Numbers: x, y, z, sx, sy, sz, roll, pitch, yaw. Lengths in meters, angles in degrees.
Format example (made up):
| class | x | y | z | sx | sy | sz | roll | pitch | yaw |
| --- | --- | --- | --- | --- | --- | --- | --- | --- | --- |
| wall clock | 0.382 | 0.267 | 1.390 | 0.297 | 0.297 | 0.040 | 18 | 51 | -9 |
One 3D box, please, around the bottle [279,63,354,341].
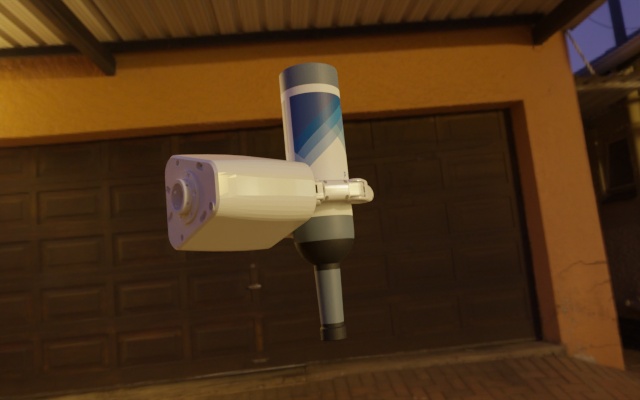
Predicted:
| class | x | y | z | sx | sy | sz | roll | pitch | yaw |
| --- | --- | --- | --- | --- | --- | --- | --- | --- | --- |
| bottle | 0.000 | 0.001 | 0.525 | 0.069 | 0.295 | 0.069 | -6 | -7 | -1 |
